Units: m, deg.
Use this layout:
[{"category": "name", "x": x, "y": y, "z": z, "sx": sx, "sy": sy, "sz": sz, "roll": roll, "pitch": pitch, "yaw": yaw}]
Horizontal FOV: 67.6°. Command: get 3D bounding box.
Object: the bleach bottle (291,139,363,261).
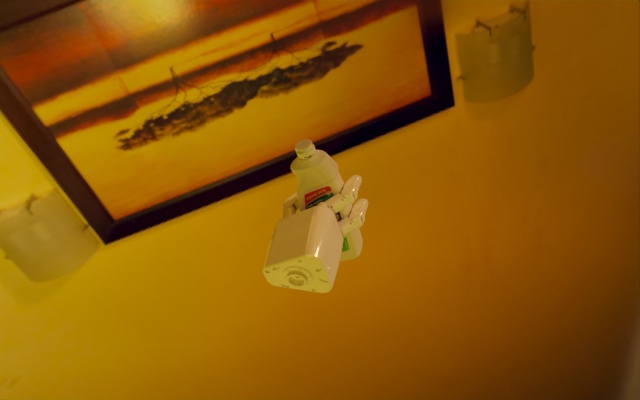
[{"category": "bleach bottle", "x": 0.000, "y": 0.003, "z": 0.844, "sx": 0.102, "sy": 0.251, "sz": 0.068, "roll": -6, "pitch": 41, "yaw": 18}]
